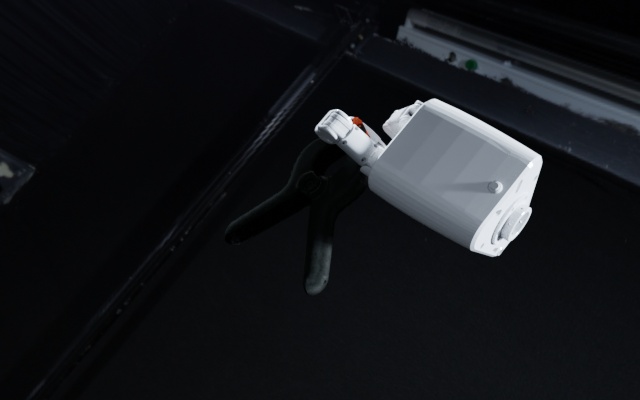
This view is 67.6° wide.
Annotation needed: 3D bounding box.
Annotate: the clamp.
[{"bbox_3d":[0.000,0.002,0.440,0.120,0.171,0.039,37,-7,31],"label":"clamp"}]
